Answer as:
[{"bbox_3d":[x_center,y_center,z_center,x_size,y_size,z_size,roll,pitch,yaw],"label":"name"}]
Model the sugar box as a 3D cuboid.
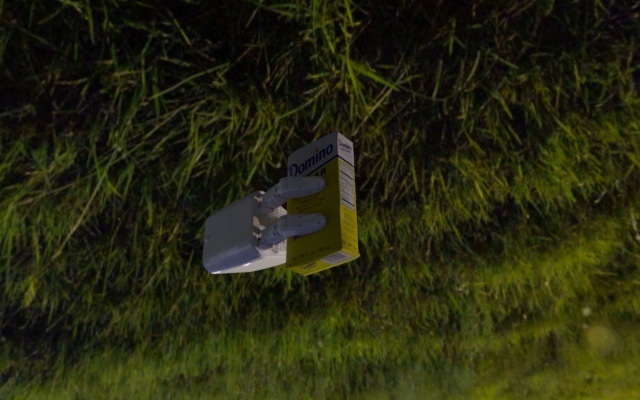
[{"bbox_3d":[0.000,0.002,0.636,0.093,0.176,0.048,-23,-33,33],"label":"sugar box"}]
